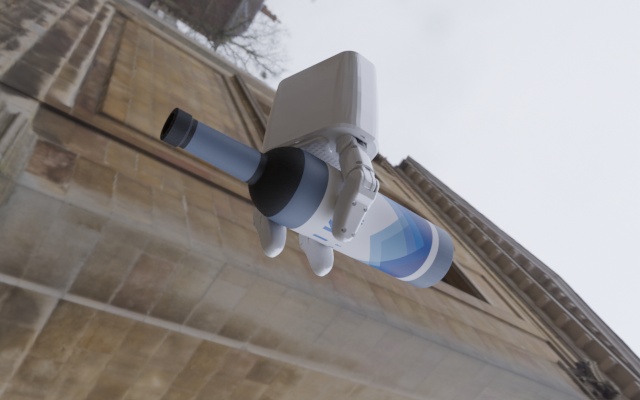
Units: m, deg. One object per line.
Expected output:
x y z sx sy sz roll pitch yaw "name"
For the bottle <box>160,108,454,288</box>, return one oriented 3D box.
0.000 0.002 0.428 0.296 0.069 0.069 27 -15 -30 "bottle"
